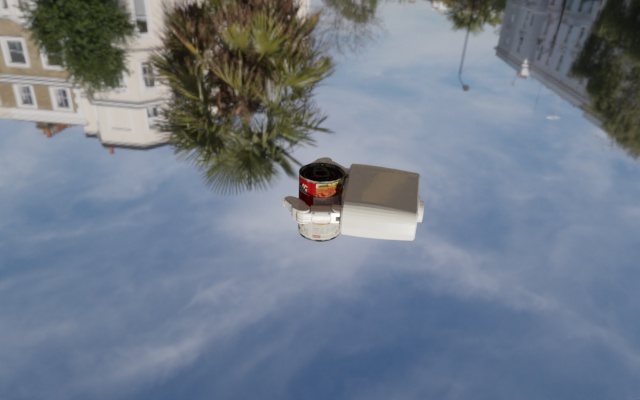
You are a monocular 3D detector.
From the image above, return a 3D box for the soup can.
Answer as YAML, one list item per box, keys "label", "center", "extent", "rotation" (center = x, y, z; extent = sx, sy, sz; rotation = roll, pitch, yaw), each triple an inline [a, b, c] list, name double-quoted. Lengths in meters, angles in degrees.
- label: "soup can"
  center: [0.000, 0.003, 0.722]
  extent: [0.068, 0.102, 0.068]
  rotation: [2, 29, -1]
